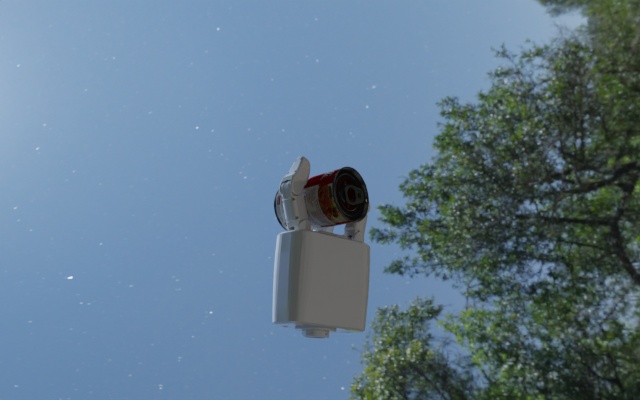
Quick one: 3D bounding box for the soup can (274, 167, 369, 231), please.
[{"bbox_3d":[0.000,0.002,0.599,0.102,0.068,0.068,-14,-9,39],"label":"soup can"}]
